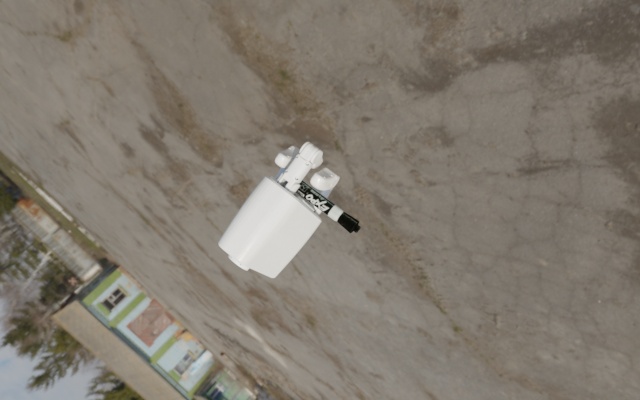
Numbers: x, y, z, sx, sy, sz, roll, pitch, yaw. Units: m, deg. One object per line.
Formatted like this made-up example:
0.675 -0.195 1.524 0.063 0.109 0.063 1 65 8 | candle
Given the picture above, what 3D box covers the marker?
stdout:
0.000 0.002 0.605 0.121 0.020 0.020 36 10 14 | marker
